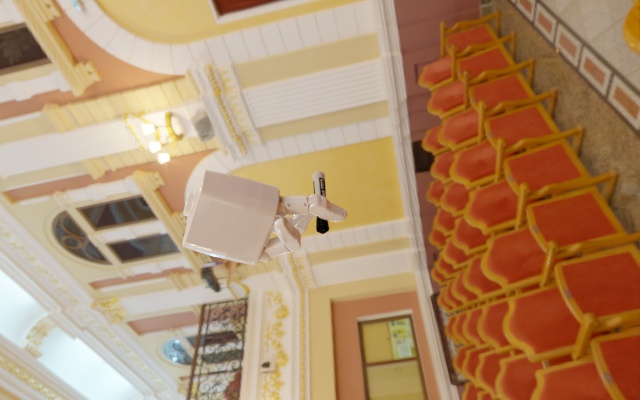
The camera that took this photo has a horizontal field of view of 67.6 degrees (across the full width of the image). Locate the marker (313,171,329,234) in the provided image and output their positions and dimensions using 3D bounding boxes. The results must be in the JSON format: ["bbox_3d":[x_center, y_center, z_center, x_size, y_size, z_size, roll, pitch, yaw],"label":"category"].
[{"bbox_3d":[0.000,0.002,0.707,0.020,0.020,0.121,0,44,-4],"label":"marker"}]
